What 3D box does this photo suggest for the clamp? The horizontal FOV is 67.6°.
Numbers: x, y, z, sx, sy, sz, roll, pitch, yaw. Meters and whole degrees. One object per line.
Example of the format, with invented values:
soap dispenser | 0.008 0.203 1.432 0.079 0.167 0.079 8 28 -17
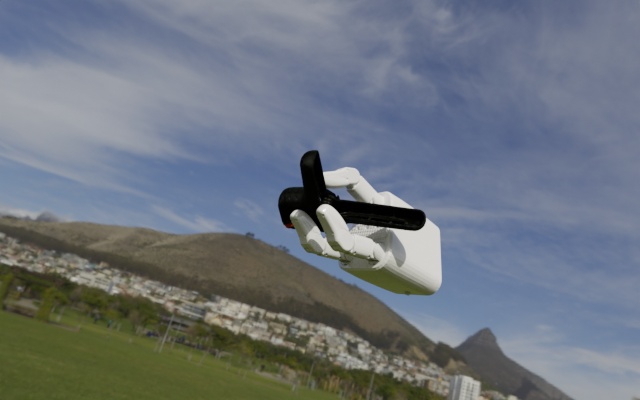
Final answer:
clamp | 0.000 0.001 0.583 0.164 0.036 0.210 32 -25 -29
